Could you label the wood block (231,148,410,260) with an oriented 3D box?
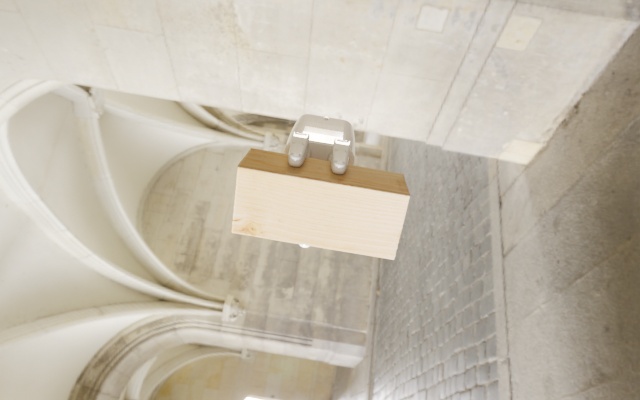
[{"bbox_3d":[0.000,0.002,0.615,0.206,0.091,0.090,9,21,0],"label":"wood block"}]
